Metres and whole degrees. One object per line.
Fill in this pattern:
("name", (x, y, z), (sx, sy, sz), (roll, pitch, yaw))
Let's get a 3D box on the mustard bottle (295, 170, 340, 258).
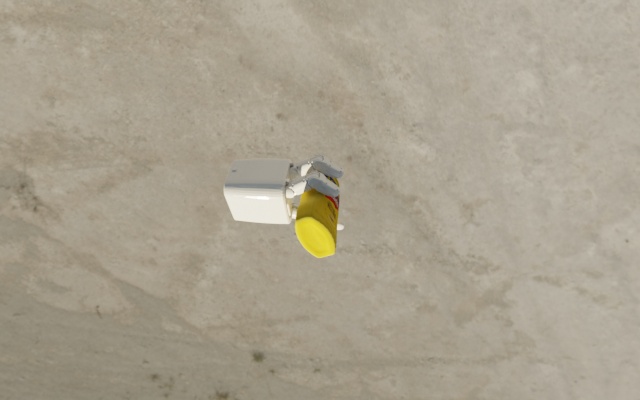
("mustard bottle", (0.000, 0.003, 0.847), (0.058, 0.096, 0.191), (-18, 35, 20))
